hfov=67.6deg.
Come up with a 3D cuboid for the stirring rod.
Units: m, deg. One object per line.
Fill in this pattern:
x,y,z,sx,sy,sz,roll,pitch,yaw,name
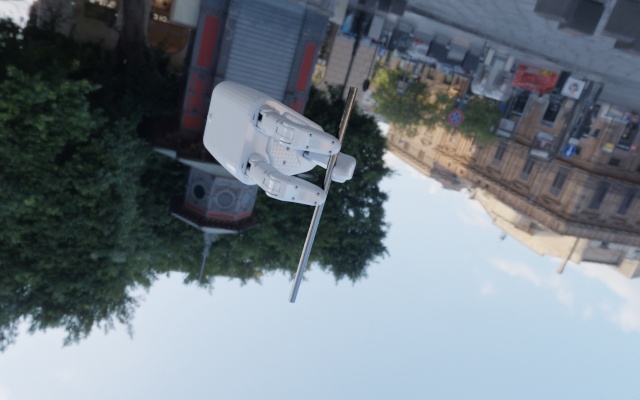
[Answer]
0.000,0.002,0.495,0.011,0.239,0.011,15,17,-5,stirring rod
